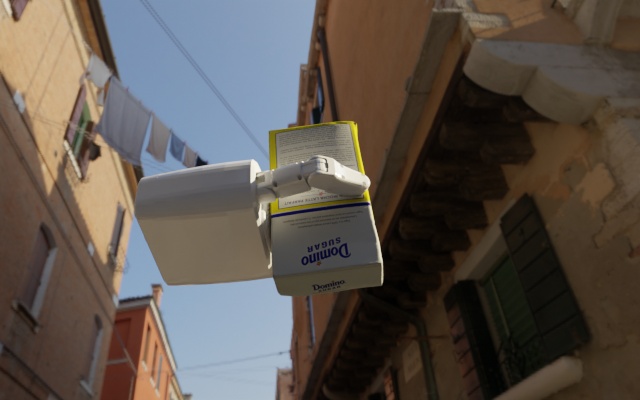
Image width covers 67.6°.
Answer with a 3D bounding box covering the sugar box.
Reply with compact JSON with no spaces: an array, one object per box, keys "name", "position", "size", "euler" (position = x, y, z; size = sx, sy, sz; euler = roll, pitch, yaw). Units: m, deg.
[{"name":"sugar box","position":[0.000,0.002,0.455],"size":[0.093,0.176,0.048],"euler":[-7,-37,2]}]
